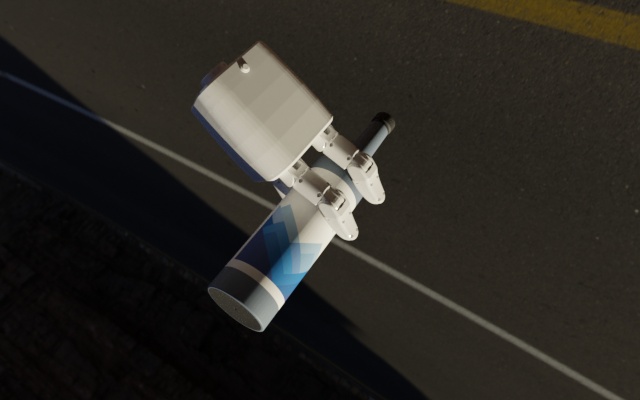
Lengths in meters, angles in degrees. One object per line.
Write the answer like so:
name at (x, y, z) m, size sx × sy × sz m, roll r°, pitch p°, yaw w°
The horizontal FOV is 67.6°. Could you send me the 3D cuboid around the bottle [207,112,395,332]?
bottle at (0.000, 0.002, 0.518) m, size 0.069 × 0.069 × 0.295 m, roll 0°, pitch 43°, yaw 48°
